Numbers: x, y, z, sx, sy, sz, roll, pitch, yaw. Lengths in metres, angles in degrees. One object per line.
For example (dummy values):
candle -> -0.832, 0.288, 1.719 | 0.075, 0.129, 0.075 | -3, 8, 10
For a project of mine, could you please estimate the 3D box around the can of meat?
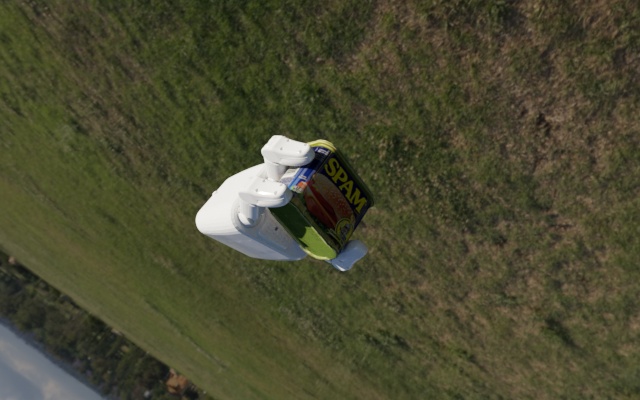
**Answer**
can of meat -> 0.000, 0.002, 0.512 | 0.057, 0.084, 0.102 | -5, -48, 50
